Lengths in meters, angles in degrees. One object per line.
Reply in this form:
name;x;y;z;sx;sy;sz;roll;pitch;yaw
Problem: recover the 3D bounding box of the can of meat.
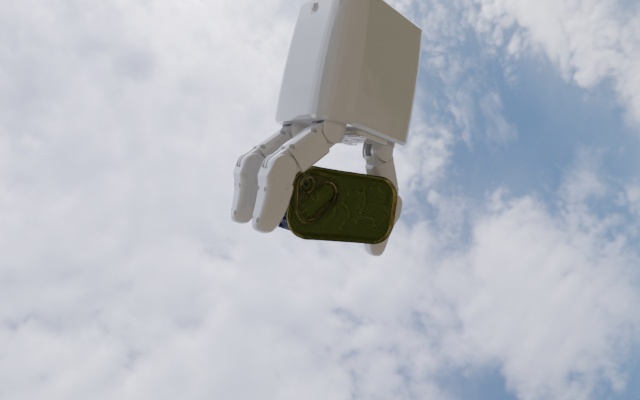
can of meat;0.000;0.001;0.417;0.102;0.057;0.084;6;2;-30
